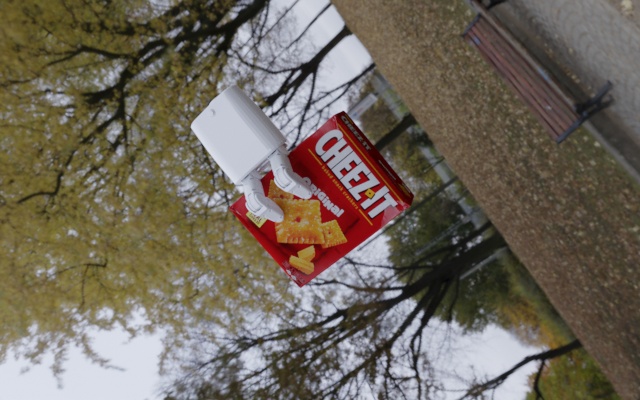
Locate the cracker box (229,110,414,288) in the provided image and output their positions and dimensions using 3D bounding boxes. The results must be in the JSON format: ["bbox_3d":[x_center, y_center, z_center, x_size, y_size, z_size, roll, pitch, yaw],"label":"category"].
[{"bbox_3d":[0.000,0.002,0.694,0.214,0.164,0.072,-39,3,20],"label":"cracker box"}]
